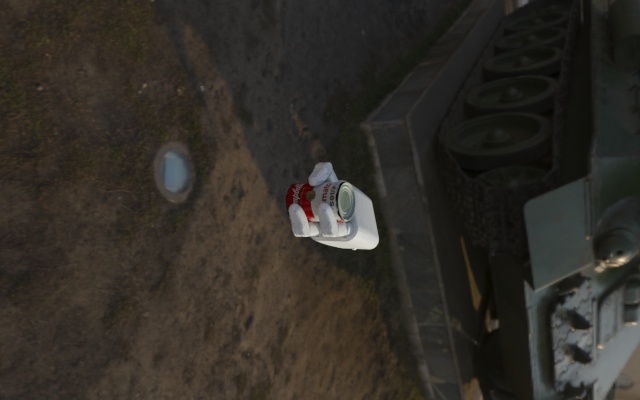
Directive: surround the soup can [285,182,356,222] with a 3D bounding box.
[{"bbox_3d":[0.000,0.002,0.808,0.102,0.068,0.068,-1,-1,30],"label":"soup can"}]
